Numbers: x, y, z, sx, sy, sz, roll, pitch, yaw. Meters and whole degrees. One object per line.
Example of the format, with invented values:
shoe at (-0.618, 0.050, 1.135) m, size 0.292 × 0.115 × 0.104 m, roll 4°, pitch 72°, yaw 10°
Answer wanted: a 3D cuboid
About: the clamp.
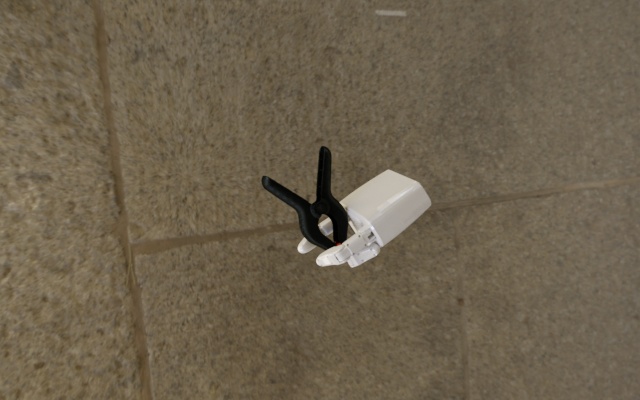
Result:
clamp at (0.000, 0.003, 0.747) m, size 0.120 × 0.171 × 0.039 m, roll -36°, pitch 12°, yaw -11°
